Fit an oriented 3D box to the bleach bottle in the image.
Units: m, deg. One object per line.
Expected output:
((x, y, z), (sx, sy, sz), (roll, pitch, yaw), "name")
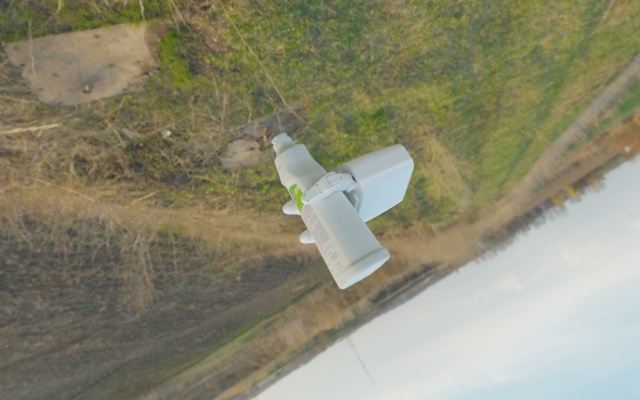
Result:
((0.000, 0.002, 0.711), (0.068, 0.250, 0.103), (-24, -16, -25), "bleach bottle")
